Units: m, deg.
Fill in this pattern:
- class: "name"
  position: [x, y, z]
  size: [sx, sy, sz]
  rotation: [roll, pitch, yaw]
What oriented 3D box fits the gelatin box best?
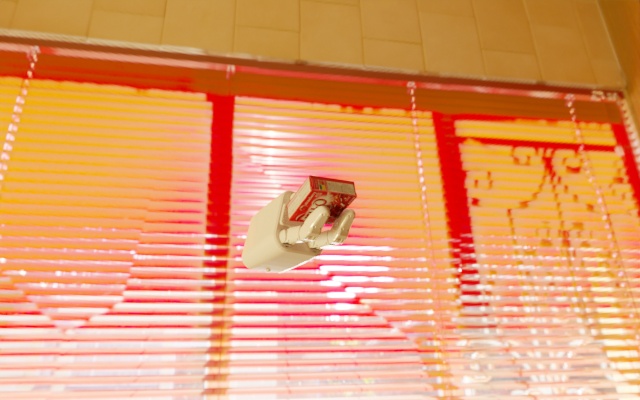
- class: "gelatin box"
  position: [0.000, 0.002, 0.699]
  size: [0.073, 0.030, 0.089]
  rotation: [8, -35, -26]
